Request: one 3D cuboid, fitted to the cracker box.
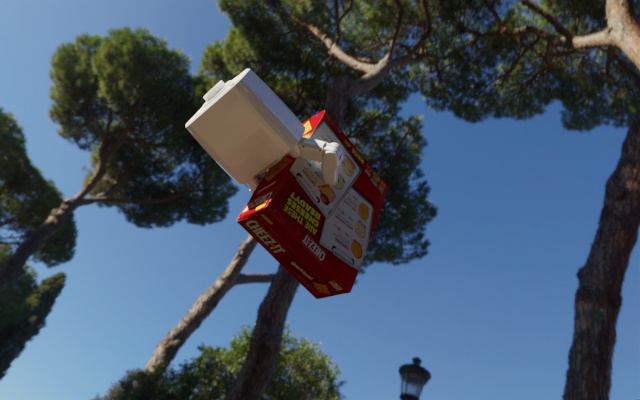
[{"bbox_3d":[0.000,0.002,0.668,0.072,0.164,0.213,-23,28,40],"label":"cracker box"}]
